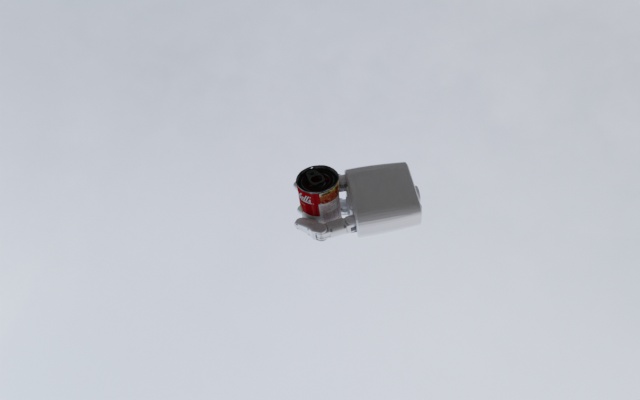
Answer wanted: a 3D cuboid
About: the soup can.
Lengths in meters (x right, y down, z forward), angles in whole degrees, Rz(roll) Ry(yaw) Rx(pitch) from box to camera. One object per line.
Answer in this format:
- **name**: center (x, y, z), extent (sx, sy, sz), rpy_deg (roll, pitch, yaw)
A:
- **soup can**: center (0.000, 0.003, 0.777), extent (0.068, 0.102, 0.068), rpy_deg (-4, 42, 4)
